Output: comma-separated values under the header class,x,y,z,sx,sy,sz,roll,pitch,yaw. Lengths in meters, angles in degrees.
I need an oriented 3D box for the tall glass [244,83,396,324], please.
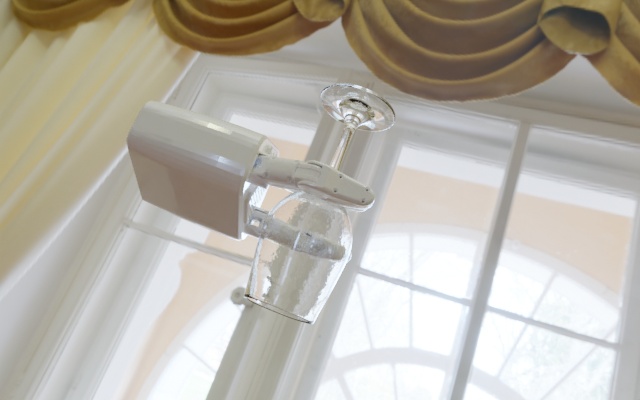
class,x,y,z,sx,sy,sz,roll,pitch,yaw
tall glass,0.000,0.001,0.418,0.079,0.201,0.079,19,-18,6
